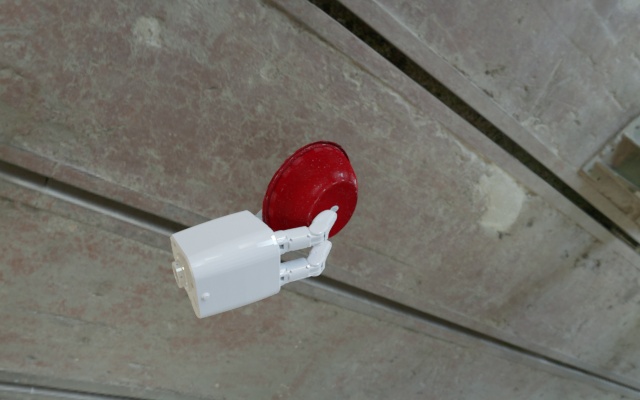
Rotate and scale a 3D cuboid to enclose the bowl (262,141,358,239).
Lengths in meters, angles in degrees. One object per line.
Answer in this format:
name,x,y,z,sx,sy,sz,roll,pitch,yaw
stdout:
bowl,0.001,0.002,0.659,0.162,0.162,0.055,0,27,-48
